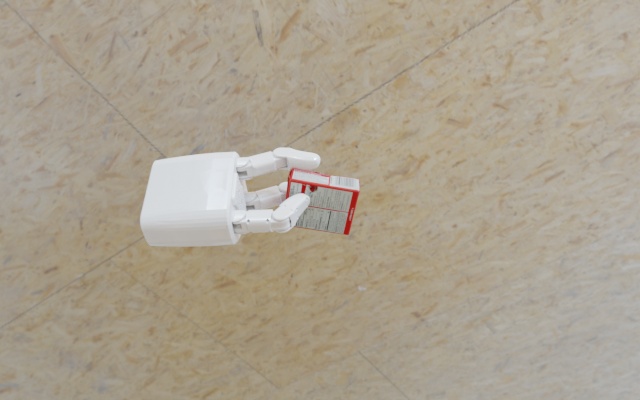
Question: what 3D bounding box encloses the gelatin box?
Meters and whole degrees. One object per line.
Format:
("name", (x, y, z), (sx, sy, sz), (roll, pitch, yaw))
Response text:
("gelatin box", (0.000, 0.002, 0.603), (0.089, 0.073, 0.030), (9, 37, -1))
